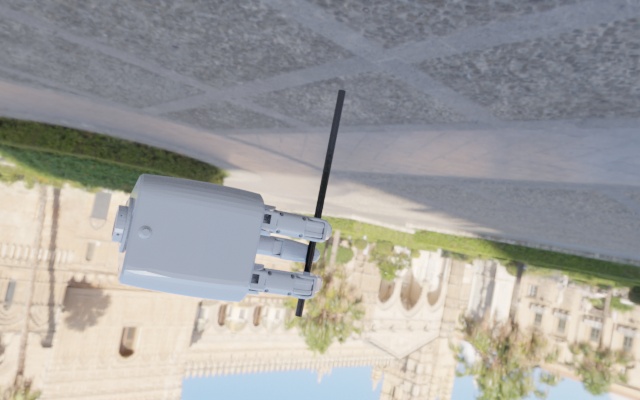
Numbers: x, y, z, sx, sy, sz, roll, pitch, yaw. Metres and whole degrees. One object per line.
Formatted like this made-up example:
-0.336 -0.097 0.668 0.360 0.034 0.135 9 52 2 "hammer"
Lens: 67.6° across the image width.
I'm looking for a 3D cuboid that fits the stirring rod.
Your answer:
0.000 0.002 0.500 0.011 0.239 0.011 11 -3 1 "stirring rod"
